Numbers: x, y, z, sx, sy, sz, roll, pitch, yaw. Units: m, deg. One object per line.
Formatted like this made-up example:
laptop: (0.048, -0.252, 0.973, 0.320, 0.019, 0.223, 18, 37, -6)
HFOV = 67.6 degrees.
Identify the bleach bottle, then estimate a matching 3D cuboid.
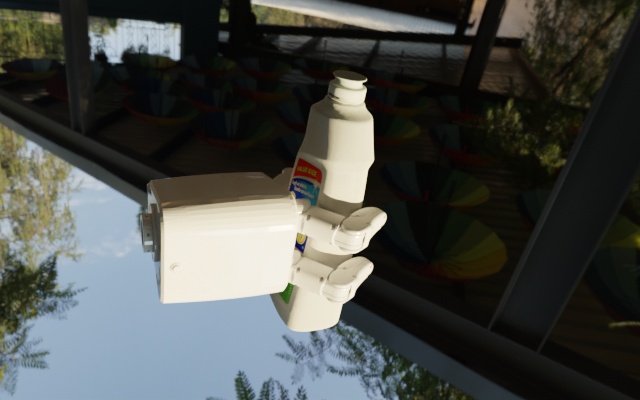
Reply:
bleach bottle: (0.000, 0.002, 0.455, 0.068, 0.251, 0.102, -3, 32, -23)
